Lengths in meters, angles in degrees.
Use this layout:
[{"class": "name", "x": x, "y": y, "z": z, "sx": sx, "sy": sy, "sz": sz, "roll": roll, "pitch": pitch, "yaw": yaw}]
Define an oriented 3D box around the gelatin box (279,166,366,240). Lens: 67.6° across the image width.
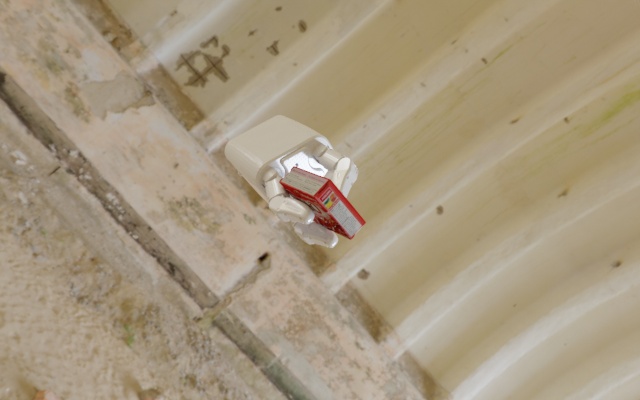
[{"class": "gelatin box", "x": 0.001, "y": 0.002, "z": 0.544, "sx": 0.073, "sy": 0.030, "sz": 0.089, "roll": 50, "pitch": -14, "yaw": -31}]
